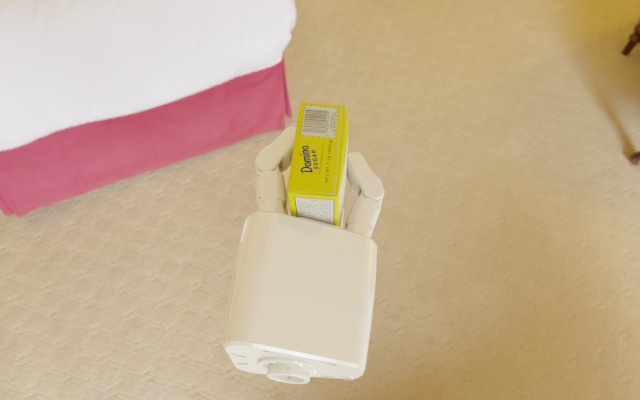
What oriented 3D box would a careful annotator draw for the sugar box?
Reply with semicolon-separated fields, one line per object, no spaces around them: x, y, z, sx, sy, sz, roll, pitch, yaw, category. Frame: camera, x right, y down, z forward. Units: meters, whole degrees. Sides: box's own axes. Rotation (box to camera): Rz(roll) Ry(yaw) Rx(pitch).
0.000;0.001;0.451;0.048;0.093;0.176;6;-31;2;sugar box
